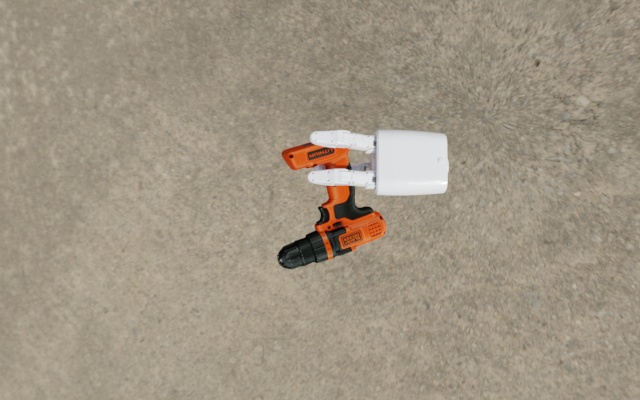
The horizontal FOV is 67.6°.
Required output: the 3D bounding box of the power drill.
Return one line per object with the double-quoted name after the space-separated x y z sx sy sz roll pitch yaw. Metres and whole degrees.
0.000 0.002 0.751 0.184 0.188 0.057 -20 16 -14 "power drill"
